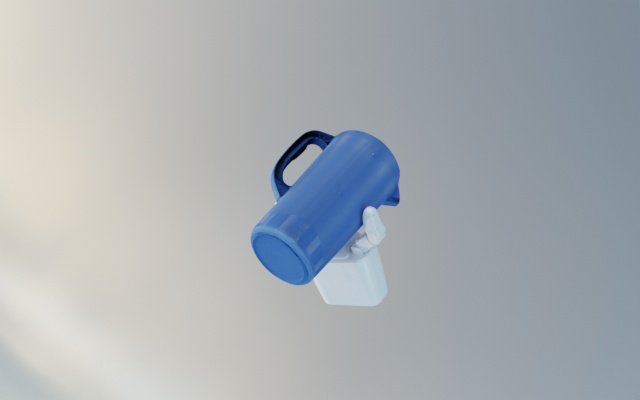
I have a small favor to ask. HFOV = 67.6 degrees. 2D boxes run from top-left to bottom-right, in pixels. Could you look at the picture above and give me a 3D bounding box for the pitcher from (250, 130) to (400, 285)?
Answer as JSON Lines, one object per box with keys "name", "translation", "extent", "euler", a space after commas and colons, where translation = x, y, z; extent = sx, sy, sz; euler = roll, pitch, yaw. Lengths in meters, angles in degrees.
{"name": "pitcher", "translation": [0.000, 0.003, 0.718], "extent": [0.149, 0.145, 0.242], "euler": [9, 41, 37]}
